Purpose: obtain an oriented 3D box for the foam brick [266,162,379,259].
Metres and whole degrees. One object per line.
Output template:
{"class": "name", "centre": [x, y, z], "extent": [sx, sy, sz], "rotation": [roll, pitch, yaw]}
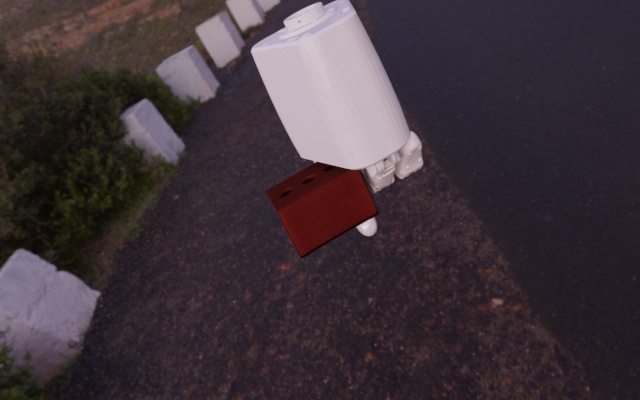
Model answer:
{"class": "foam brick", "centre": [0.000, 0.002, 0.414], "extent": [0.078, 0.051, 0.053], "rotation": [-30, 27, -4]}
